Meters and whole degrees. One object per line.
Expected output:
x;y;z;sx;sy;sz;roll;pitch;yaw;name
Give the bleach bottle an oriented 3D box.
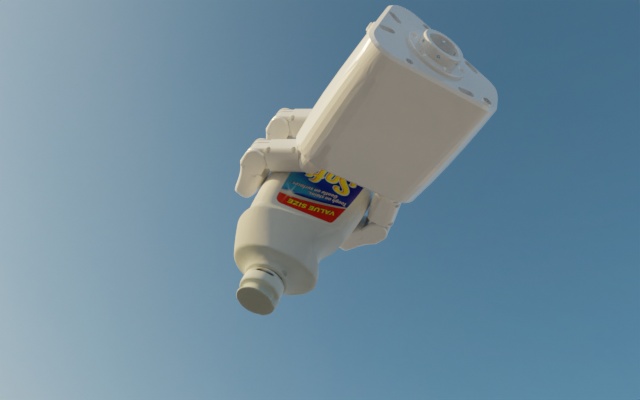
0.000;0.001;0.426;0.102;0.068;0.250;34;41;-5;bleach bottle
